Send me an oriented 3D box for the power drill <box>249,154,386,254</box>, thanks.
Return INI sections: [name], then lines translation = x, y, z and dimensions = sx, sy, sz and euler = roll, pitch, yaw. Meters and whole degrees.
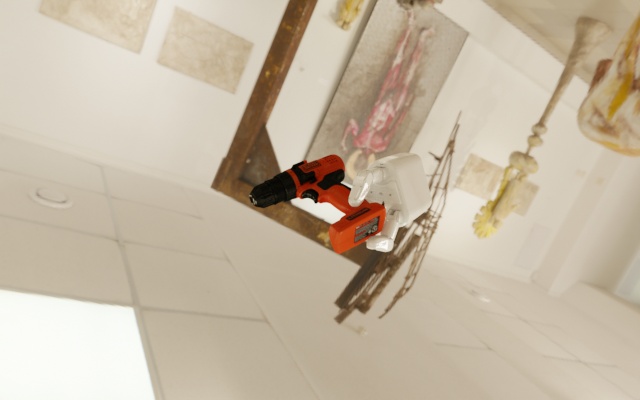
[power drill]
translation = 0.001, 0.003, 0.784
dimensions = 0.184, 0.057, 0.187
euler = -25, 49, -25
